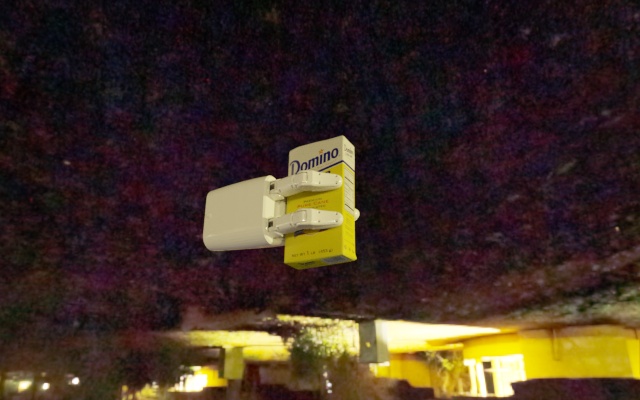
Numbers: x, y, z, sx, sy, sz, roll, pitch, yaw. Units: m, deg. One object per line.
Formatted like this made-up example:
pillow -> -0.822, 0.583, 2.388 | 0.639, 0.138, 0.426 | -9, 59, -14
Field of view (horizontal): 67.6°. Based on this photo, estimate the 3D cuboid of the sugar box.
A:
sugar box -> 0.000, 0.002, 0.670 | 0.093, 0.176, 0.048 | -12, -24, 26
